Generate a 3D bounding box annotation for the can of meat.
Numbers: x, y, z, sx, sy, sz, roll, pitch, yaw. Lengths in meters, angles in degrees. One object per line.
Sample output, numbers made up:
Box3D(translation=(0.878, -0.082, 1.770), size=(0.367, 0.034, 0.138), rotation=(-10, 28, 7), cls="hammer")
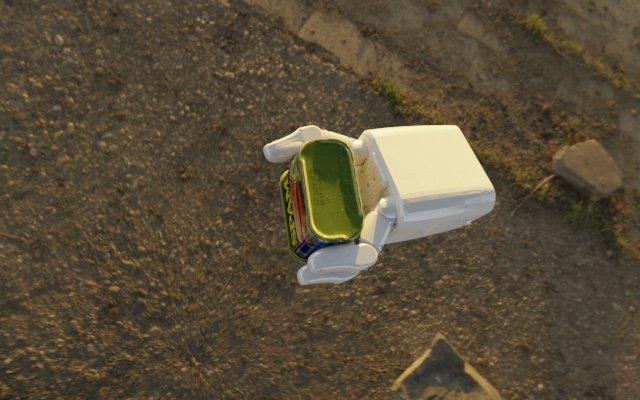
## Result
Box3D(translation=(0.000, 0.001, 0.455), size=(0.057, 0.102, 0.084), rotation=(-4, -17, -17), cls="can of meat")
